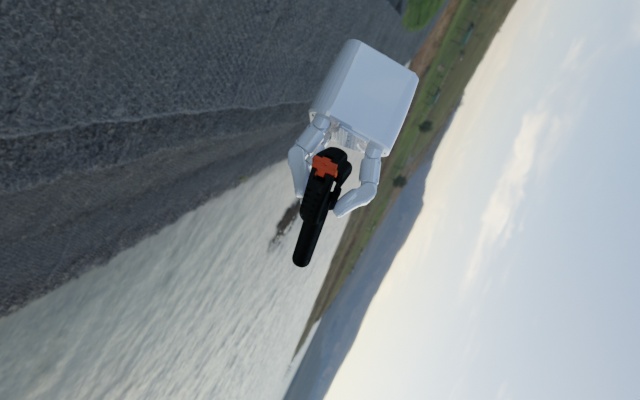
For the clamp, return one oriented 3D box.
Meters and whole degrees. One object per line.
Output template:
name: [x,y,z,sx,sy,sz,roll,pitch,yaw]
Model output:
clamp: [0.001,0.002,0.579,0.036,0.164,0.210,23,-8,6]
